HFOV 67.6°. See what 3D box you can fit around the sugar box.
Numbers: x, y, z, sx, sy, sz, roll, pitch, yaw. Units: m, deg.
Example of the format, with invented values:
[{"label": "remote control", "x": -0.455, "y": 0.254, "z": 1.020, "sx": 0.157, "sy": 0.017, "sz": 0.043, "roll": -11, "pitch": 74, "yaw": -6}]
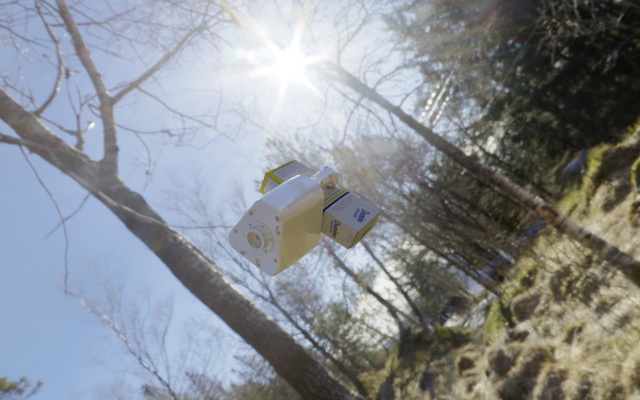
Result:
[{"label": "sugar box", "x": 0.000, "y": 0.003, "z": 0.768, "sx": 0.176, "sy": 0.048, "sz": 0.093, "roll": 35, "pitch": 33, "yaw": 15}]
